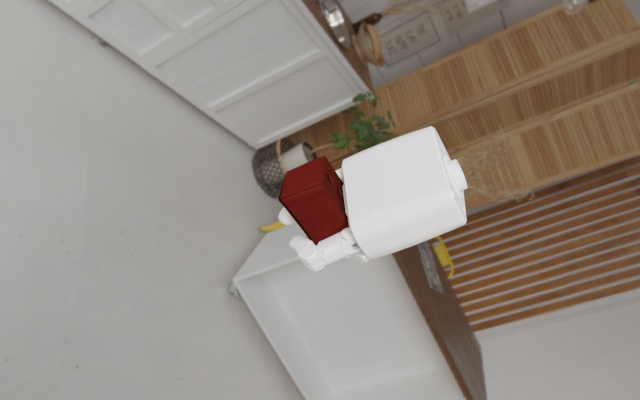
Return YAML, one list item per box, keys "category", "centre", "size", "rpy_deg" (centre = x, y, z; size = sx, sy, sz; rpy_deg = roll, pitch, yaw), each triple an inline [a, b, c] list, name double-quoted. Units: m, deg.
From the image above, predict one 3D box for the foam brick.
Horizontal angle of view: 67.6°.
- category: "foam brick"
  centre: [0.000, 0.002, 0.513]
  size: [0.051, 0.078, 0.053]
  rpy_deg: [-22, 34, 22]
